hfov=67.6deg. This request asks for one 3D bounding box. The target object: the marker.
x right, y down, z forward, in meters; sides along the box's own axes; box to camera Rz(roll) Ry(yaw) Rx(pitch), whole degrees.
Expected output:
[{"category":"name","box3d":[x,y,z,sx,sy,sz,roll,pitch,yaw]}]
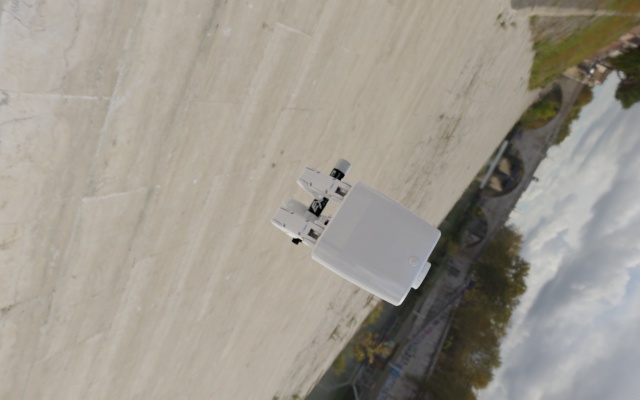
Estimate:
[{"category":"marker","box3d":[0.000,0.002,0.591,0.020,0.121,0.020,31,-10,6]}]
